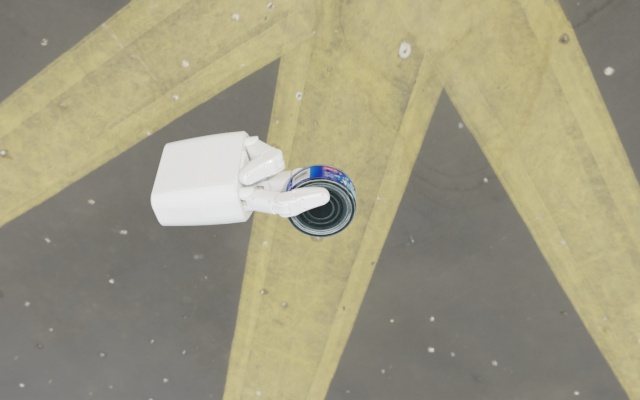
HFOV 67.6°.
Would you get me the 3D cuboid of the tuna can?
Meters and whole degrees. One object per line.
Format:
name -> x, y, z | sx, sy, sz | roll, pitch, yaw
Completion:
tuna can -> 0.000, 0.002, 0.570 | 0.086, 0.086, 0.033 | 0, 33, 1
